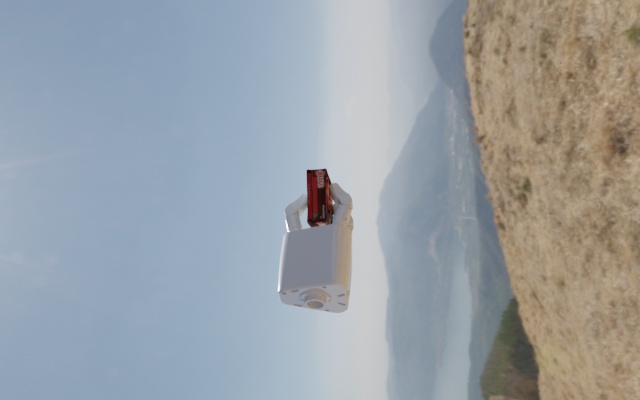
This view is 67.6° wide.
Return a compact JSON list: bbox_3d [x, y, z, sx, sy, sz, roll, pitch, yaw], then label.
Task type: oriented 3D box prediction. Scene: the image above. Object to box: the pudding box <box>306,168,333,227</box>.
[{"bbox_3d":[0.000,0.003,0.818,0.039,0.090,0.113,-1,-12,4],"label":"pudding box"}]
